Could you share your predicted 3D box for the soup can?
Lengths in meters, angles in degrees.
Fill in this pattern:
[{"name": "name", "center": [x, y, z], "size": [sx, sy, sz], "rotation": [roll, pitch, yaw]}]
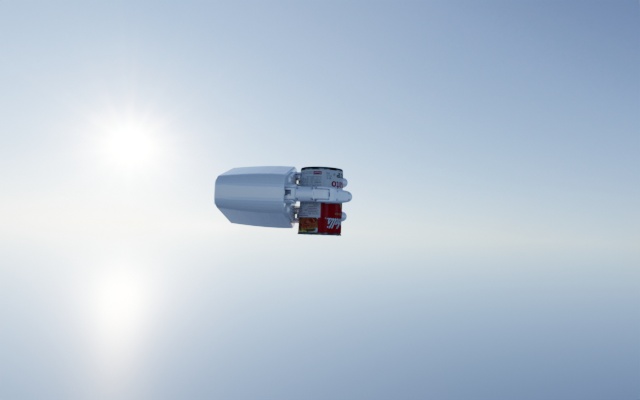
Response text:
[{"name": "soup can", "center": [0.001, 0.002, 0.732], "size": [0.068, 0.102, 0.068], "rotation": [2, -4, 0]}]
